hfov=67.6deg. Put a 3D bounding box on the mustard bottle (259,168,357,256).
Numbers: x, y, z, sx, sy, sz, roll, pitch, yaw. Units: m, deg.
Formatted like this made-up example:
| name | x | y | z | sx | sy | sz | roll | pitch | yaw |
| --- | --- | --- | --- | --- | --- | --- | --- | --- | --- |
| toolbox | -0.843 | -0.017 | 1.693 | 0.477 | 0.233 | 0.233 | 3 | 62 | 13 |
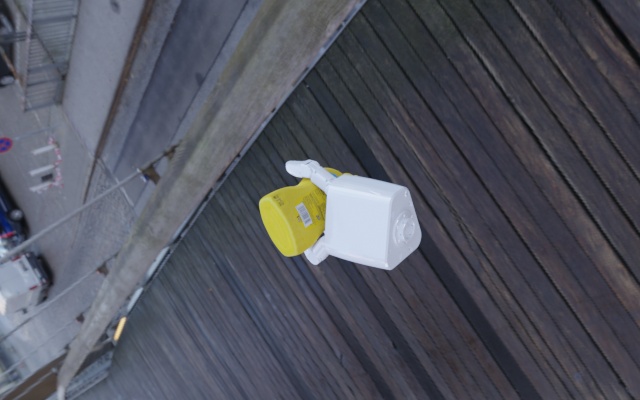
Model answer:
| name | x | y | z | sx | sy | sz | roll | pitch | yaw |
| --- | --- | --- | --- | --- | --- | --- | --- | --- | --- |
| mustard bottle | 0.000 | 0.003 | 0.737 | 0.191 | 0.096 | 0.058 | -31 | 7 | -41 |
